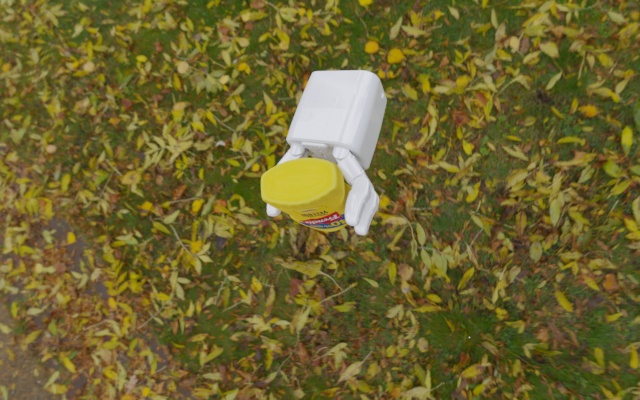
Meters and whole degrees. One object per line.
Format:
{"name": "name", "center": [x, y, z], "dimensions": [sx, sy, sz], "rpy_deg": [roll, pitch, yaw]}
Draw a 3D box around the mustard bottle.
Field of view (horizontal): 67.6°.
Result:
{"name": "mustard bottle", "center": [0.000, 0.002, 0.633], "dimensions": [0.096, 0.058, 0.192], "rpy_deg": [-10, -18, 14]}
